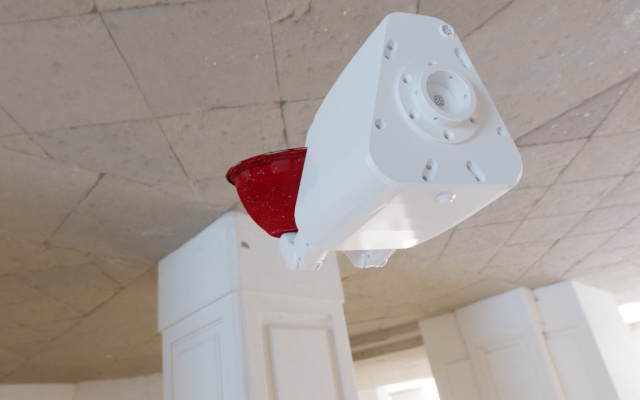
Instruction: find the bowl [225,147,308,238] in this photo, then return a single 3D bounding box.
[{"bbox_3d":[0.000,0.002,0.417,0.162,0.055,0.162,-4,-10,-1],"label":"bowl"}]
